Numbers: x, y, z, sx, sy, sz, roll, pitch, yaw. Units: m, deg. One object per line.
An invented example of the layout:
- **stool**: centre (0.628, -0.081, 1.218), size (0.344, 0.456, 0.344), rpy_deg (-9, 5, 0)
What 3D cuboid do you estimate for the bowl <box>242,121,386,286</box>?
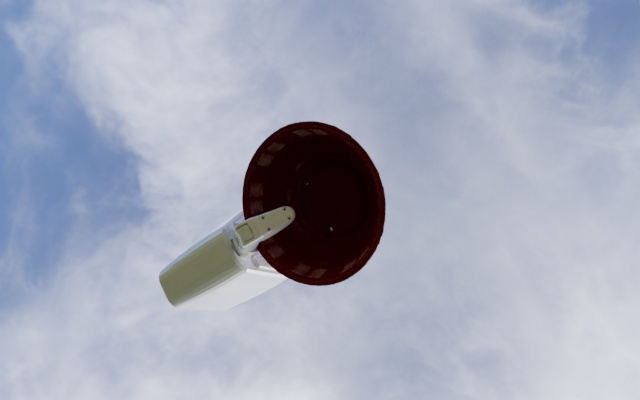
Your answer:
- **bowl**: centre (0.001, 0.001, 0.486), size (0.162, 0.162, 0.055), rpy_deg (0, 6, 30)
